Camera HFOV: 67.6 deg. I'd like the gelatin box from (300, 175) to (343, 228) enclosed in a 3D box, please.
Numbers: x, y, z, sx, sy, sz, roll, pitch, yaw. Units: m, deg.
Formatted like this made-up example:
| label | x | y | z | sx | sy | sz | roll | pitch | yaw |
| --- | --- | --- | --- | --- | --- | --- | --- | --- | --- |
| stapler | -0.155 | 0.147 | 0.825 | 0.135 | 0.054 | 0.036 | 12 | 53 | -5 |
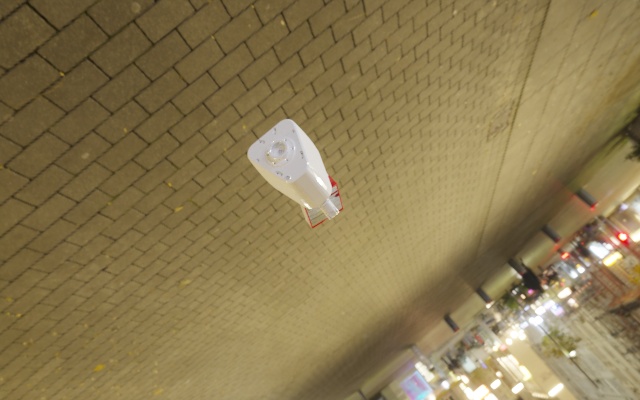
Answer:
| label | x | y | z | sx | sy | sz | roll | pitch | yaw |
| --- | --- | --- | --- | --- | --- | --- | --- | --- | --- |
| gelatin box | 0.000 | 0.003 | 0.889 | 0.073 | 0.030 | 0.089 | -33 | -34 | -10 |
